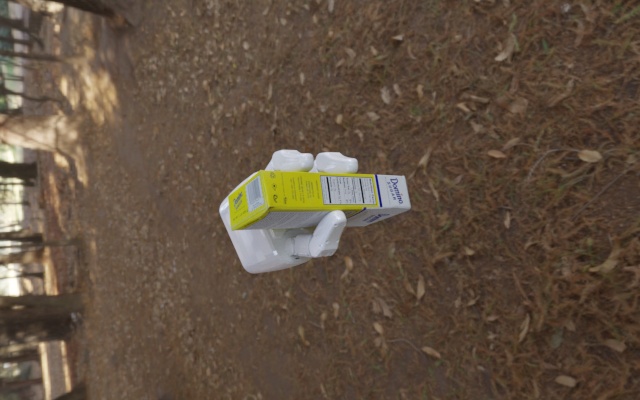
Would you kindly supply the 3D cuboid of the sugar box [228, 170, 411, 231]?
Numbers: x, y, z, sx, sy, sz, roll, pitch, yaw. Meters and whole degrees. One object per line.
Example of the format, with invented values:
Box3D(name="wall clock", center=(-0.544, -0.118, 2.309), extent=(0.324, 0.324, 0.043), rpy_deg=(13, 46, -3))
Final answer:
Box3D(name="sugar box", center=(0.000, 0.001, 0.517), extent=(0.176, 0.048, 0.093), rpy_deg=(-2, -14, -33))
